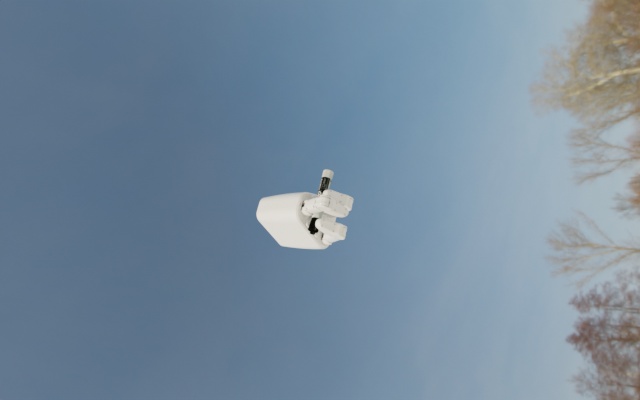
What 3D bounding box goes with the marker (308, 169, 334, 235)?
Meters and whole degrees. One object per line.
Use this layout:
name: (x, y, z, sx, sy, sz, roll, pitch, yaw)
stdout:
marker: (0.000, 0.003, 0.834, 0.020, 0.121, 0.020, 13, -21, 5)
